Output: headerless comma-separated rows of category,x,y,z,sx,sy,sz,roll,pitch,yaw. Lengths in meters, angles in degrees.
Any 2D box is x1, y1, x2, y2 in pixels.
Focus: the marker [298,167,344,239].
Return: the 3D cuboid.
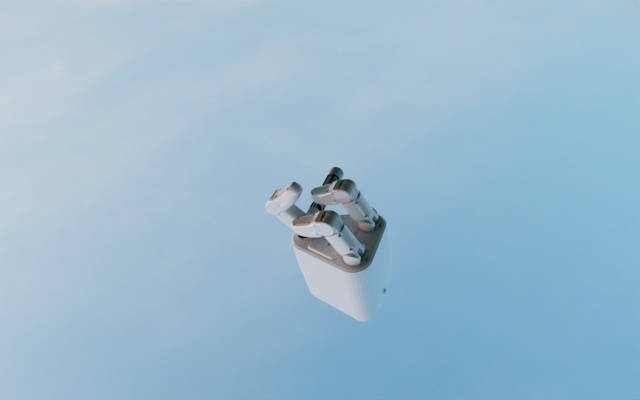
marker,0.000,0.002,0.596,0.020,0.020,0.121,0,41,30
